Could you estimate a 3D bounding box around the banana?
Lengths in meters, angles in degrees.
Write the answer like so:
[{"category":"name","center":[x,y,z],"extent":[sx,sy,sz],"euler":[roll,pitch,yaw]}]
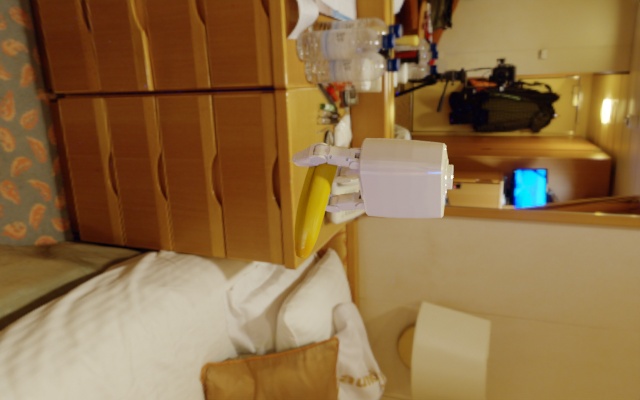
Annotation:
[{"category":"banana","center":[-0.002,-0.014,0.660],"extent":[0.037,0.070,0.197],"euler":[4,45,15]}]
